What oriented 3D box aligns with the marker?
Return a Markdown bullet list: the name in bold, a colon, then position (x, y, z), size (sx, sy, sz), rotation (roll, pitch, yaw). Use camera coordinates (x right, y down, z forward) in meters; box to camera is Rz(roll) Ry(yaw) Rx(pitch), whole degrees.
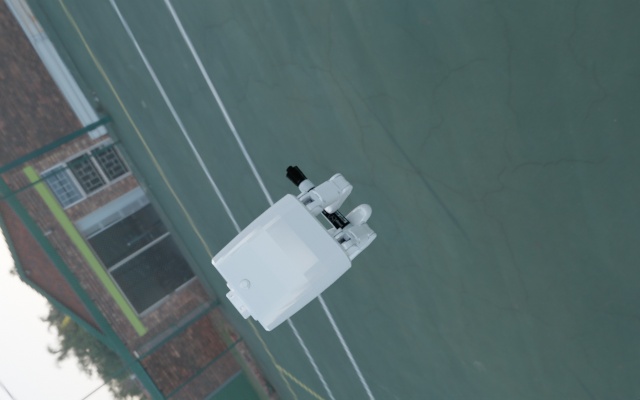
- **marker**: position (0.000, 0.002, 0.576), size (0.121, 0.020, 0.020), rotation (47, 17, 16)
